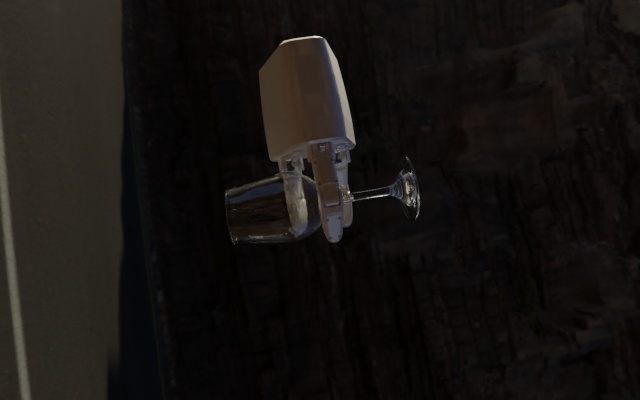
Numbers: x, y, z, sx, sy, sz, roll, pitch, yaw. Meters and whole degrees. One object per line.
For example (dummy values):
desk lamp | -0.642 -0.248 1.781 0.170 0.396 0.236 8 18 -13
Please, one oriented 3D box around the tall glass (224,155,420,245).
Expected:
tall glass | 0.001 0.002 0.522 0.201 0.079 0.079 -10 1 -6
